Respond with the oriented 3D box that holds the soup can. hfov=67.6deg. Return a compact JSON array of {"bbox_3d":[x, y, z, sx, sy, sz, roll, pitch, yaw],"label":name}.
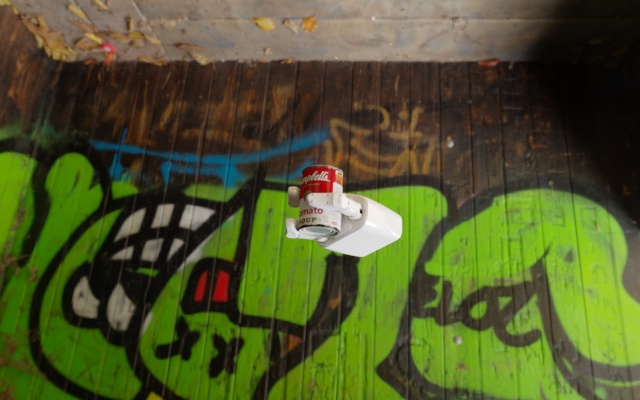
[{"bbox_3d":[0.000,0.003,0.767,0.068,0.102,0.068,3,-19,1],"label":"soup can"}]
